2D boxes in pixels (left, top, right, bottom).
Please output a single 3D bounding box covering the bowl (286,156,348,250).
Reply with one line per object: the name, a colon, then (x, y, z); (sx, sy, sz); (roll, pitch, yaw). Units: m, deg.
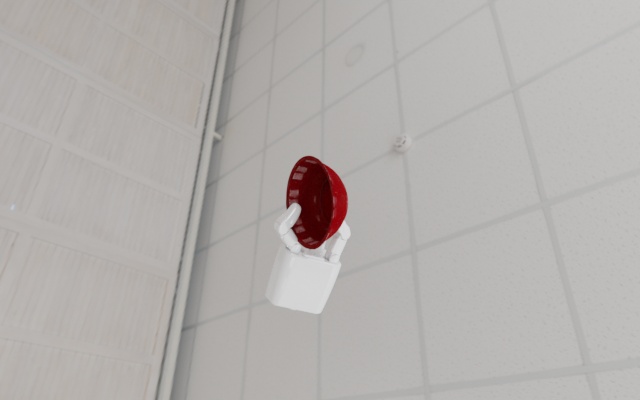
bowl: (0.001, 0.002, 0.832); (0.055, 0.162, 0.162); (-3, 1, -31)
